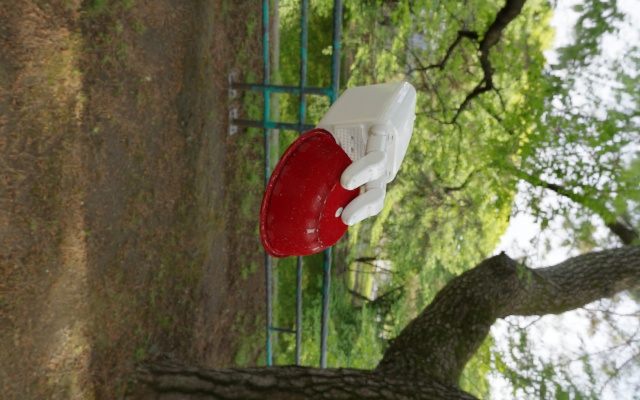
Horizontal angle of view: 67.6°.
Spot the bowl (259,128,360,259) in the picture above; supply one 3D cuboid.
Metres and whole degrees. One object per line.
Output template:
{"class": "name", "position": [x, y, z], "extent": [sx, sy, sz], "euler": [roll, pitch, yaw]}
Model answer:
{"class": "bowl", "position": [0.000, 0.003, 0.551], "extent": [0.055, 0.162, 0.162], "euler": [23, 10, 26]}
